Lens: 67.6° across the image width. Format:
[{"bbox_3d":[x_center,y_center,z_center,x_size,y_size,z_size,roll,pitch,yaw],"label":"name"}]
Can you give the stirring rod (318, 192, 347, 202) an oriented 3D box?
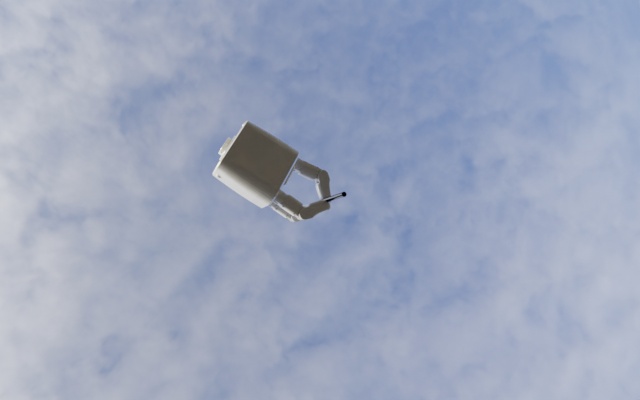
[{"bbox_3d":[0.000,0.003,0.837,0.011,0.011,0.239,0,-6,-17],"label":"stirring rod"}]
